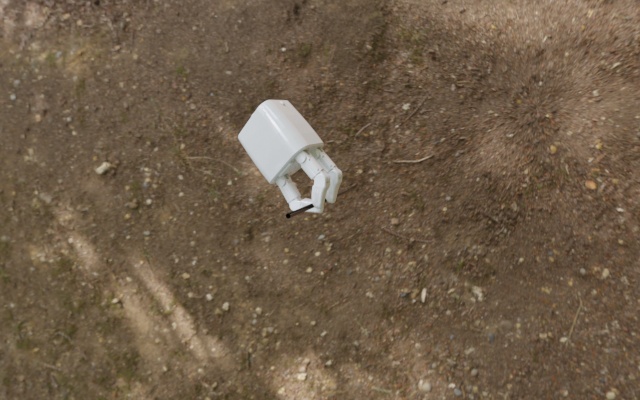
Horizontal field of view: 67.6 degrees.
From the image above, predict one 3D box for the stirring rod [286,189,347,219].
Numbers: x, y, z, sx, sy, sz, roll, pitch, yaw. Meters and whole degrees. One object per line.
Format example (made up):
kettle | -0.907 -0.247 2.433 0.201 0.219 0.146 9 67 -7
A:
stirring rod | 0.000 0.003 0.825 0.011 0.011 0.239 0 10 24
